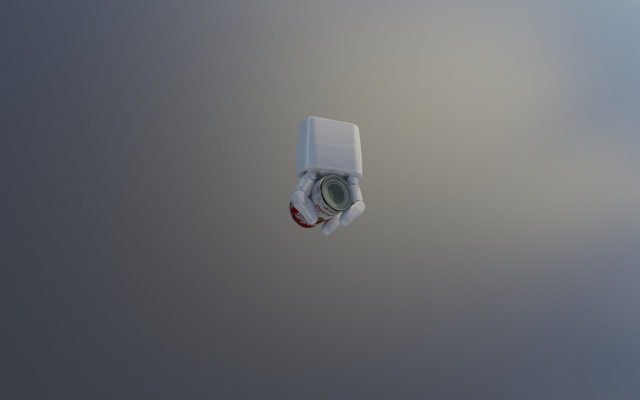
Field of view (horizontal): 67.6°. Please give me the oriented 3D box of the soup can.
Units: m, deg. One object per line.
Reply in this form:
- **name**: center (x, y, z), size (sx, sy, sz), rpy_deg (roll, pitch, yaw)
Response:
- **soup can**: center (0.000, 0.003, 0.846), size (0.068, 0.068, 0.102), rpy_deg (0, -19, -37)
